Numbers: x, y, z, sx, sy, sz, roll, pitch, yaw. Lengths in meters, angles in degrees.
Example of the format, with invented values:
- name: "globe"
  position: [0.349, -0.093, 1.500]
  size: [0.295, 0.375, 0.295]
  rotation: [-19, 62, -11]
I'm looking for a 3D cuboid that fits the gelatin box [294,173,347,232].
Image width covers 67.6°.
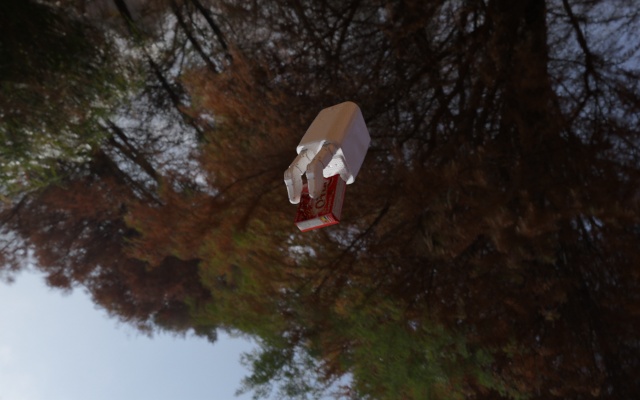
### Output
- name: "gelatin box"
  position: [0.000, 0.003, 0.788]
  size: [0.073, 0.089, 0.030]
  rotation: [-16, -47, 30]
